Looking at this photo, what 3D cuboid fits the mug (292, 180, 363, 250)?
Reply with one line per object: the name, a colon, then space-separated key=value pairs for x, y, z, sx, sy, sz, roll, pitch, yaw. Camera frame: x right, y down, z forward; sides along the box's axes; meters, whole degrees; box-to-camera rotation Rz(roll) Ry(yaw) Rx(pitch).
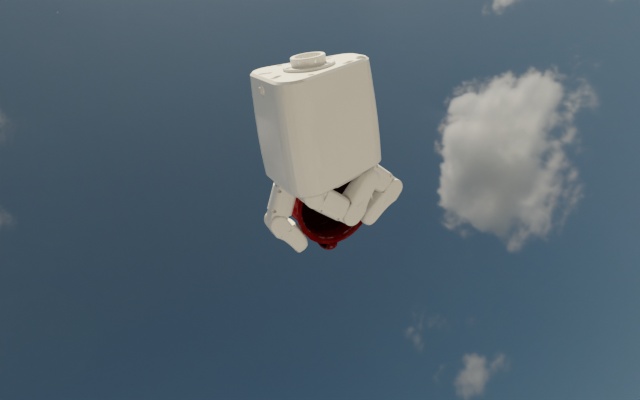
mug: x=0.000 y=0.003 z=0.559 sx=0.093 sy=0.117 sz=0.081 roll=-19 pitch=29 yaw=-21
